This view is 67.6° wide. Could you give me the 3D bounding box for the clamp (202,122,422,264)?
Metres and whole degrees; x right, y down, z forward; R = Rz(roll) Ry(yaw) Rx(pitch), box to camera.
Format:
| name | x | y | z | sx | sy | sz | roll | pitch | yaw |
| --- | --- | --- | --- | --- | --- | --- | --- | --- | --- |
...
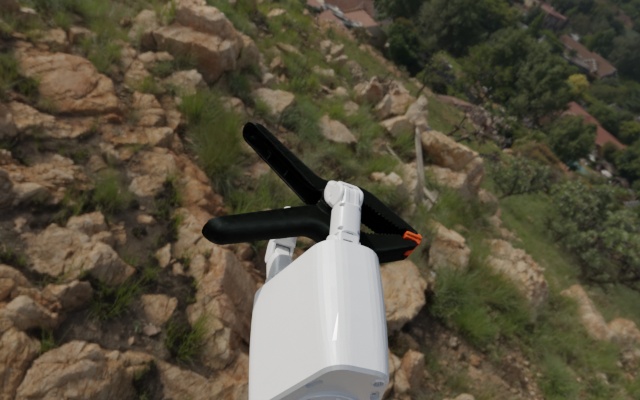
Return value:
| name | x | y | z | sx | sy | sz | roll | pitch | yaw |
| --- | --- | --- | --- | --- | --- | --- | --- | --- | --- |
| clamp | 0.001 | 0.001 | 0.467 | 0.210 | 0.164 | 0.036 | 18 | -48 | -17 |
